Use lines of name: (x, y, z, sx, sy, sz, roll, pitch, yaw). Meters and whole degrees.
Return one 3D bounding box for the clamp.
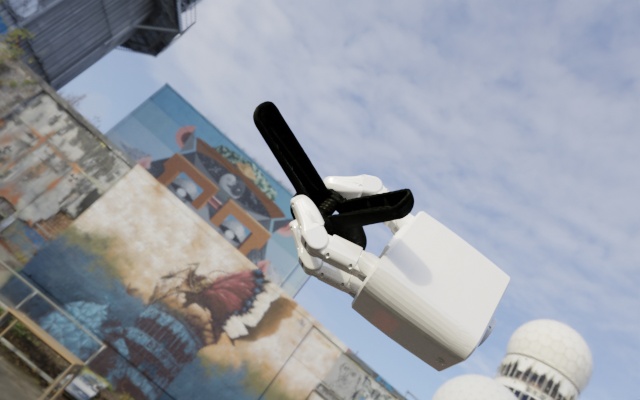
clamp: (0.001, 0.001, 0.477, 0.164, 0.036, 0.210, 39, -24, 14)
